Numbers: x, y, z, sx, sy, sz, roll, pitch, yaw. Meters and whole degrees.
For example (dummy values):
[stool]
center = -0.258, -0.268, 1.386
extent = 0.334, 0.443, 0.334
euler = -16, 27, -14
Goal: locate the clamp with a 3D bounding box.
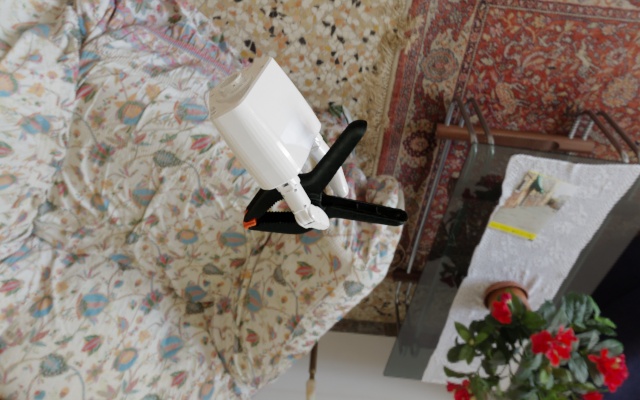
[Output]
[clamp]
center = -0.001, 0.003, 0.611
extent = 0.210, 0.165, 0.036
euler = -23, 34, 21
